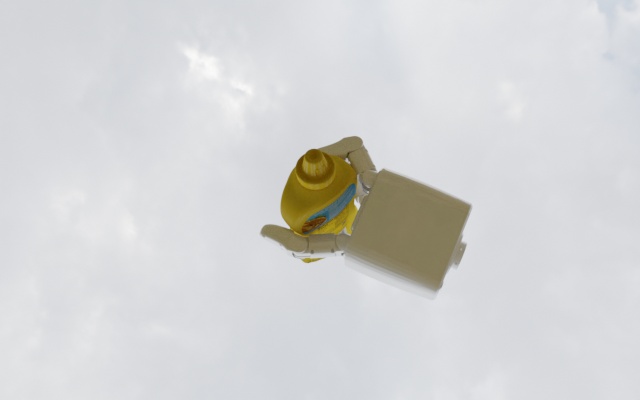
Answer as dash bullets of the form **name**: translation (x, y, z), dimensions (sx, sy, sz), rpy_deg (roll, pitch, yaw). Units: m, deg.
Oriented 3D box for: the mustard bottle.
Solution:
- **mustard bottle**: translation (0.000, 0.002, 0.546), dimensions (0.096, 0.058, 0.192), rpy_deg (-37, -24, -14)
